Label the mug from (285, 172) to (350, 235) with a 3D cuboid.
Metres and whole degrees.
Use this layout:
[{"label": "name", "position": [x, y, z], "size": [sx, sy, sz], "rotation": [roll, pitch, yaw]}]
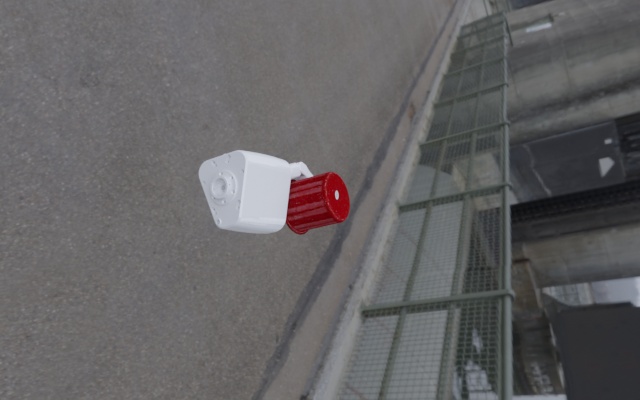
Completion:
[{"label": "mug", "position": [0.001, 0.003, 0.774], "size": [0.081, 0.093, 0.117], "rotation": [-14, -10, 29]}]
